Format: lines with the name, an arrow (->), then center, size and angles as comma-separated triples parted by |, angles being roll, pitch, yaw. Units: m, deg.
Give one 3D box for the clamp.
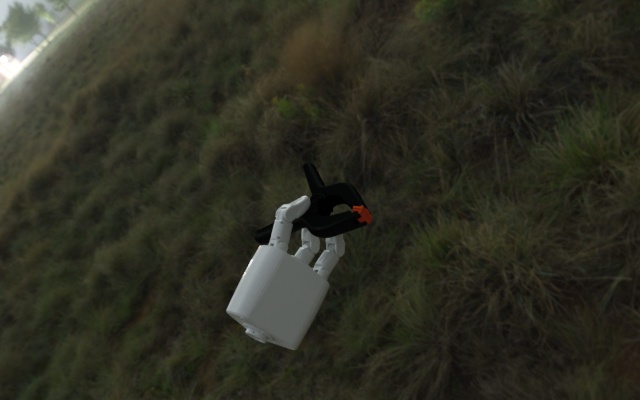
clamp -> 0.000, 0.002, 0.737 | 0.210, 0.164, 0.036 | 0, -37, 46
